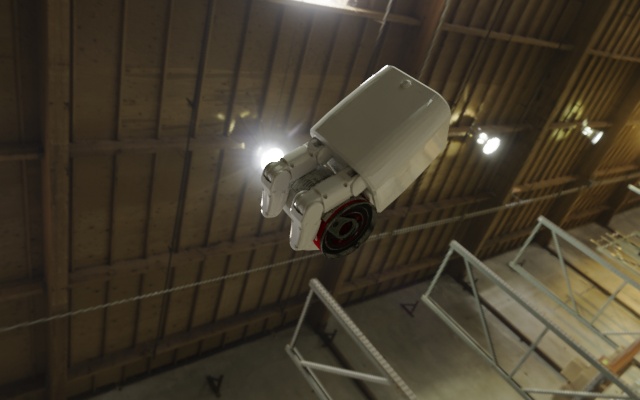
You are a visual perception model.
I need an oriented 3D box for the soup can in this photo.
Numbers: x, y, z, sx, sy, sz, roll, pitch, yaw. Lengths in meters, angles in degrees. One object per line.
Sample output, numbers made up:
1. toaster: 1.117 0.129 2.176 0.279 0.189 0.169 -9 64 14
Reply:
1. soup can: 0.000 0.002 0.489 0.068 0.068 0.102 0 34 -44
